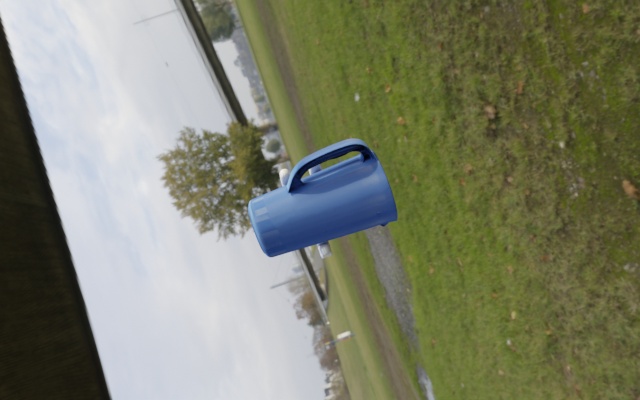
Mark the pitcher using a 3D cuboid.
[{"bbox_3d":[0.000,0.003,0.832,0.243,0.149,0.145,-20,-9,-1],"label":"pitcher"}]
